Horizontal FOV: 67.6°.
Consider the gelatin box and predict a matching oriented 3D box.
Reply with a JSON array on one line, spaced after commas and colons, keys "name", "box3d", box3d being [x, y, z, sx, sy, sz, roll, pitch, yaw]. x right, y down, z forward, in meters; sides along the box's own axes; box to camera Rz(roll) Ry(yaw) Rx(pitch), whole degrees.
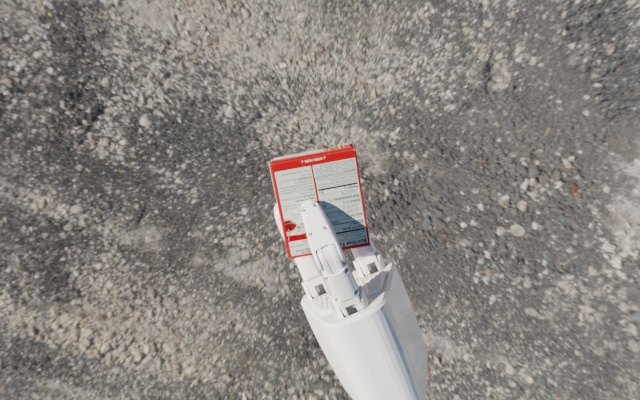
[{"name": "gelatin box", "box3d": [0.000, 0.001, 0.414, 0.073, 0.089, 0.030, -10, 15, 0]}]
